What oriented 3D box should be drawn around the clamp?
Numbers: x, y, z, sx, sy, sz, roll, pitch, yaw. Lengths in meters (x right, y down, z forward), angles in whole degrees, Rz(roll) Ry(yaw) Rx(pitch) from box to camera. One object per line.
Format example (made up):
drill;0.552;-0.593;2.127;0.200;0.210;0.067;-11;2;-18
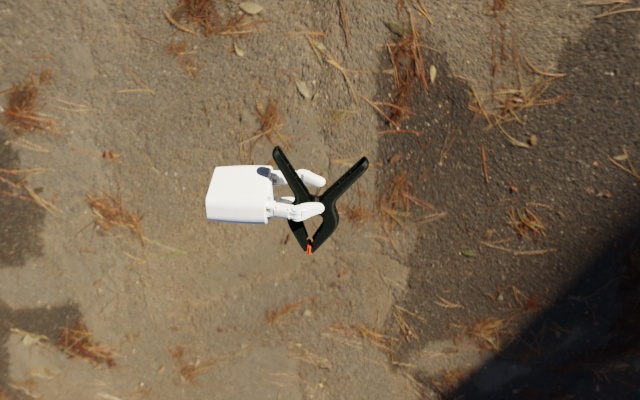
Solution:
clamp;0.000;0.004;0.851;0.164;0.210;0.036;1;28;2
